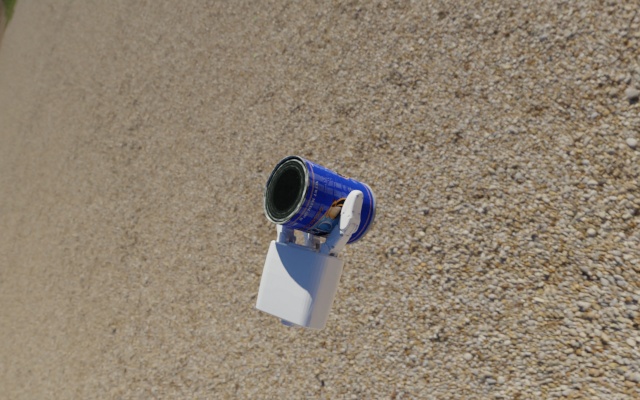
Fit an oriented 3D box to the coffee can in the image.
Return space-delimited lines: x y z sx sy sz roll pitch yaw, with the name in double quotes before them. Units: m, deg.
"coffee can" 0.000 0.002 0.717 0.140 0.103 0.103 20 -13 -38
